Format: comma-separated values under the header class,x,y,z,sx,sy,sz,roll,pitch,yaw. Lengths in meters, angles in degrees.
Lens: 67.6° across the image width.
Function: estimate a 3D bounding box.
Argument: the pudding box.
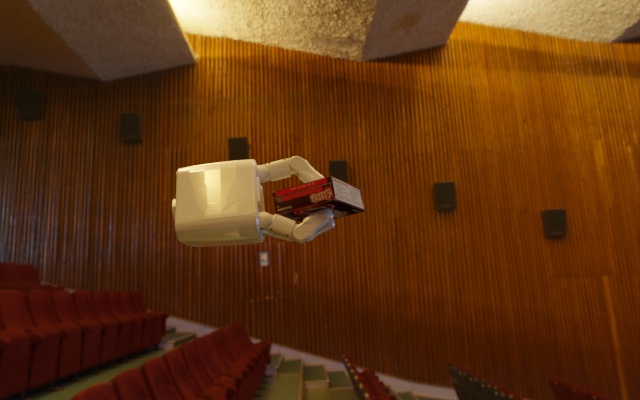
class,x,y,z,sx,sy,sz,roll,pitch,yaw
pudding box,0.000,0.002,0.659,0.090,0.039,0.113,-13,-12,24
